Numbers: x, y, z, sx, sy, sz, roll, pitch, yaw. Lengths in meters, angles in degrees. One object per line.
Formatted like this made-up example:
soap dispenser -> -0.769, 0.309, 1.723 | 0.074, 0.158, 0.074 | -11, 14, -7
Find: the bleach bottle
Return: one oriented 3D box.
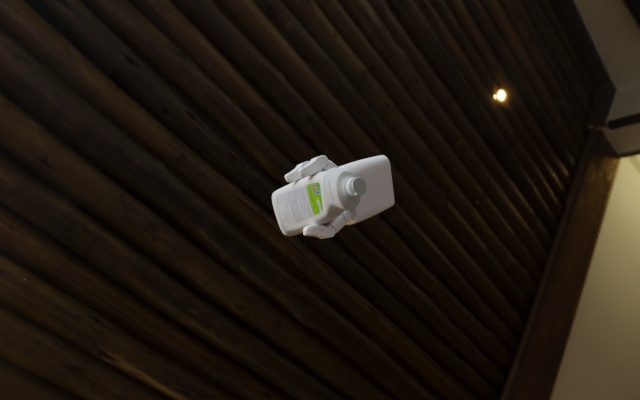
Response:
bleach bottle -> 0.000, 0.003, 0.863 | 0.068, 0.102, 0.251 | -20, 3, -32
